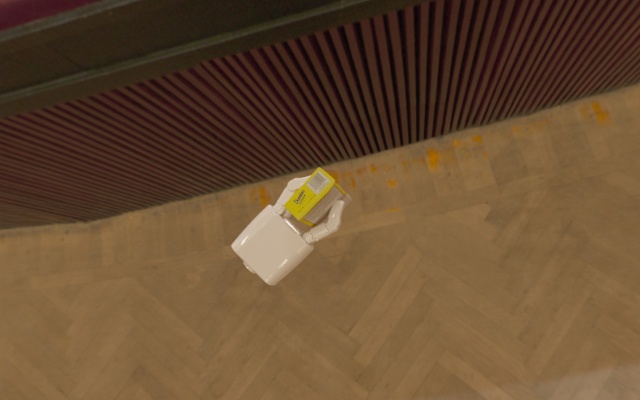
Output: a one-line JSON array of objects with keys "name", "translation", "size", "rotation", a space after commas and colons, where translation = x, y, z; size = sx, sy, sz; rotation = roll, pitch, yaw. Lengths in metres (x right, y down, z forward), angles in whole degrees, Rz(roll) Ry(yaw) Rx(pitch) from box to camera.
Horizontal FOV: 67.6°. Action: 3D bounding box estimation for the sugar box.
[{"name": "sugar box", "translation": [0.000, 0.003, 0.887], "size": [0.048, 0.093, 0.176], "rotation": [44, 1, 14]}]
